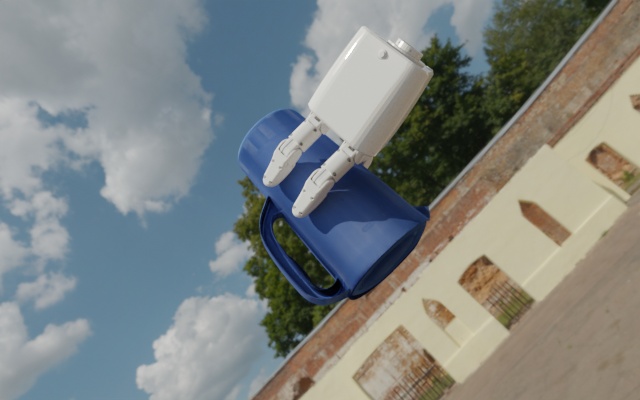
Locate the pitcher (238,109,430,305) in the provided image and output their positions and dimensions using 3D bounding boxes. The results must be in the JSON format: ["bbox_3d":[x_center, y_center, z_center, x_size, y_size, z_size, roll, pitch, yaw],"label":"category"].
[{"bbox_3d":[0.000,0.002,0.597,0.242,0.145,0.149,45,26,20],"label":"pitcher"}]
